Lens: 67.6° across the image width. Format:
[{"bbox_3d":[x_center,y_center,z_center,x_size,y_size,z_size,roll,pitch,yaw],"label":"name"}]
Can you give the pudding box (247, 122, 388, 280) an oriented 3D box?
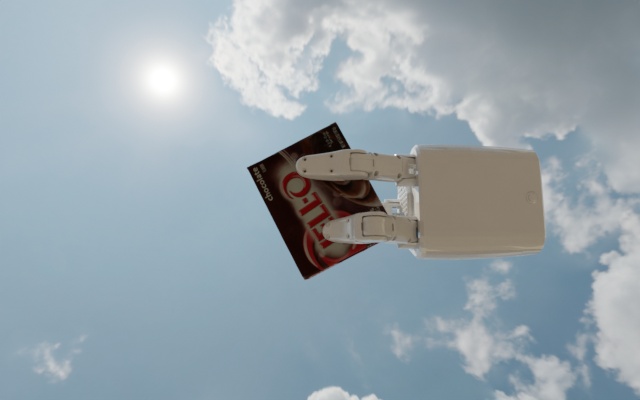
[{"bbox_3d":[0.000,0.001,0.427,0.090,0.113,0.039,-28,-9,-5],"label":"pudding box"}]
